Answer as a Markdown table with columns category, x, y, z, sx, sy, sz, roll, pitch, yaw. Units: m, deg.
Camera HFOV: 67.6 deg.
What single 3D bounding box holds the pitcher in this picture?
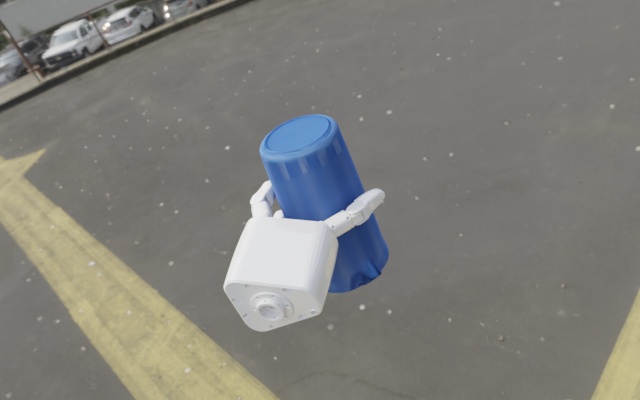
| category | x | y | z | sx | sy | sz | roll | pitch | yaw |
| --- | --- | --- | --- | --- | --- | --- | --- | --- | --- |
| pitcher | 0.000 | 0.002 | 0.686 | 0.149 | 0.243 | 0.145 | -6 | 37 | 21 |
